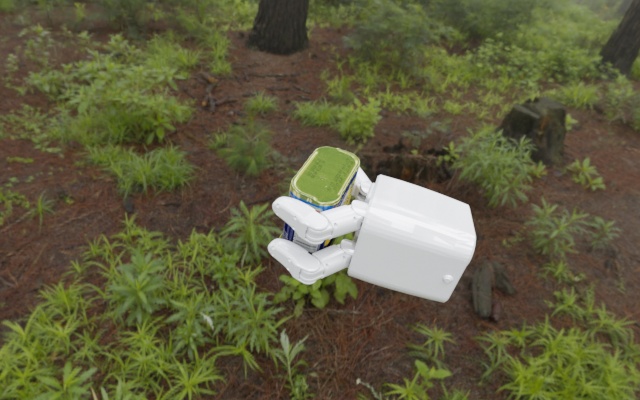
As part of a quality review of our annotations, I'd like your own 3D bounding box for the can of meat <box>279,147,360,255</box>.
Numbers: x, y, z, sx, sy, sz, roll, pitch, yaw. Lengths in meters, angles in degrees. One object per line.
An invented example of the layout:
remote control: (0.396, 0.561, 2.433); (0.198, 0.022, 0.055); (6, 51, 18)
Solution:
can of meat: (0.000, 0.001, 0.511); (0.057, 0.084, 0.102); (21, 41, 9)
